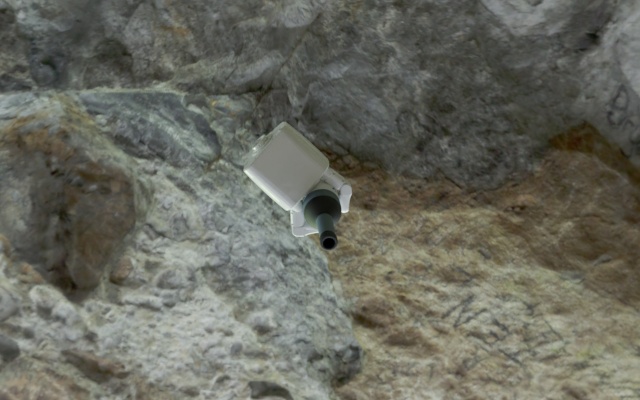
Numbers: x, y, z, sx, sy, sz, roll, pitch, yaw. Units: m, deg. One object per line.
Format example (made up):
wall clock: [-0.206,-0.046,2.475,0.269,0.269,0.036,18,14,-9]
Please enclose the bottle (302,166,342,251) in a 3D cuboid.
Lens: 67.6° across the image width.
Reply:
bottle: [0.000,0.003,0.849,0.069,0.069,0.295,0,25,-5]
